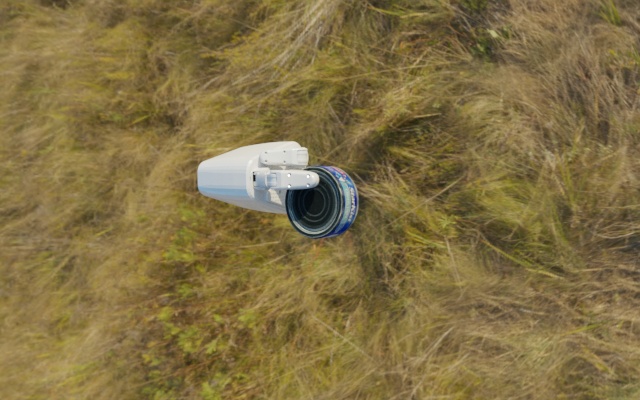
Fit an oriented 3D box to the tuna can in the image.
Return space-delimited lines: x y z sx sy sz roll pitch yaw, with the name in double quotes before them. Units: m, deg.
"tuna can" 0.000 0.002 0.559 0.086 0.086 0.034 0 1 35
